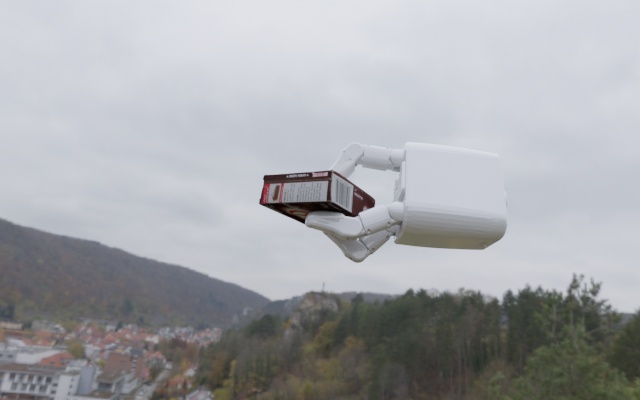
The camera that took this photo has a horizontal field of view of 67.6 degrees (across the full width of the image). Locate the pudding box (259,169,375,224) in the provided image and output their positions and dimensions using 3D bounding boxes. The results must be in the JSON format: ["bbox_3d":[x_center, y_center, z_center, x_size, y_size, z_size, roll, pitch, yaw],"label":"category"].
[{"bbox_3d":[0.000,0.002,0.540,0.090,0.039,0.113,-3,-19,29],"label":"pudding box"}]
